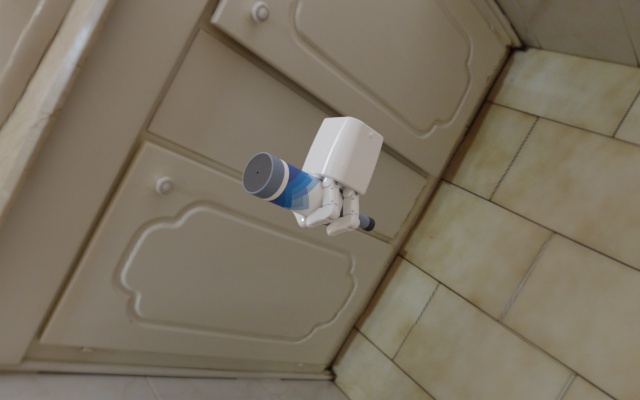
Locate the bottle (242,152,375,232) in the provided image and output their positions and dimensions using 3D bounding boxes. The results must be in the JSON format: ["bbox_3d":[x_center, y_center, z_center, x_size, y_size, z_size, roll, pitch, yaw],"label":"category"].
[{"bbox_3d":[0.000,0.003,0.812,0.069,0.069,0.296,0,-17,42],"label":"bottle"}]
